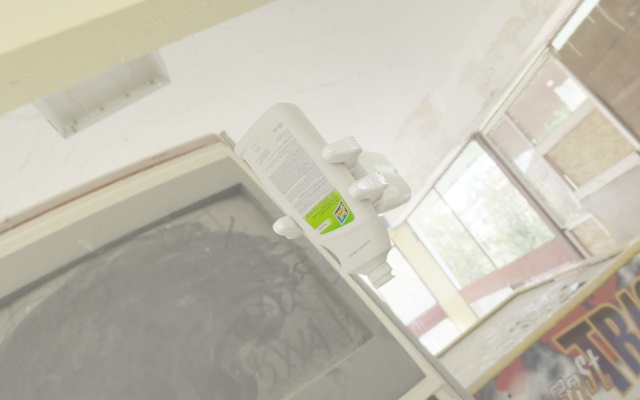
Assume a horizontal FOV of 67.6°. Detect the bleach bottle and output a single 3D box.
[{"bbox_3d":[0.000,0.002,0.588,0.102,0.250,0.068,-43,-17,26],"label":"bleach bottle"}]
